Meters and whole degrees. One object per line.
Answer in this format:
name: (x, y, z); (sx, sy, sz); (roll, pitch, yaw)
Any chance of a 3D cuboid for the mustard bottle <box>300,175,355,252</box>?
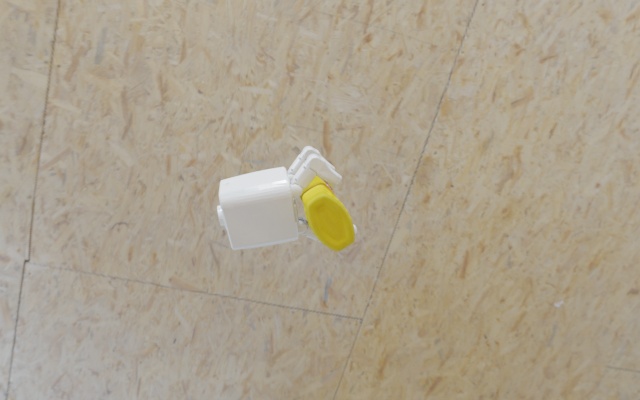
mustard bottle: (0.000, 0.002, 0.761); (0.058, 0.096, 0.191); (-33, 21, 3)
